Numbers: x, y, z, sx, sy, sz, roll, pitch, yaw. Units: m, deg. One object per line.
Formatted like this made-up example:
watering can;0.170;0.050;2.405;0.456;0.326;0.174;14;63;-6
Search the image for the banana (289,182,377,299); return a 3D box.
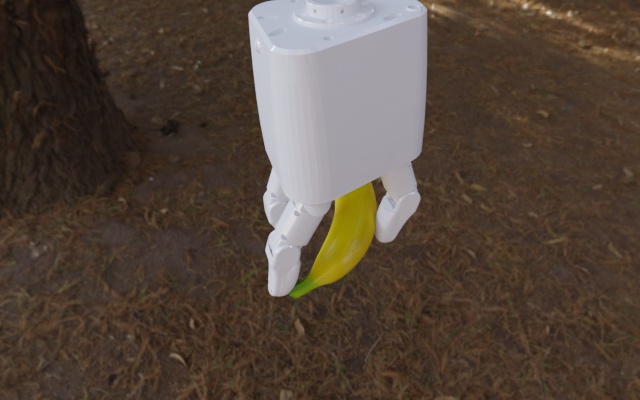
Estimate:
banana;0.018;0.004;0.442;0.069;0.037;0.197;0;41;10
